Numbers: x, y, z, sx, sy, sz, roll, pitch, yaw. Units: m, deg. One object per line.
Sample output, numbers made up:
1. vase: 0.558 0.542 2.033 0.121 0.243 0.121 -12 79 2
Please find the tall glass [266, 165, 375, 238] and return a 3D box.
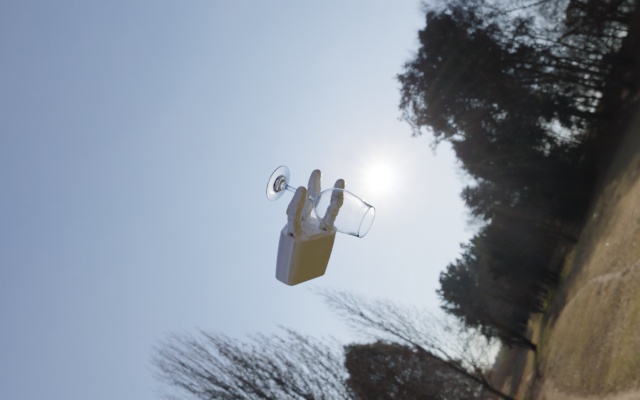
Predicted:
1. tall glass: 0.000 0.003 0.890 0.201 0.079 0.079 23 10 25
